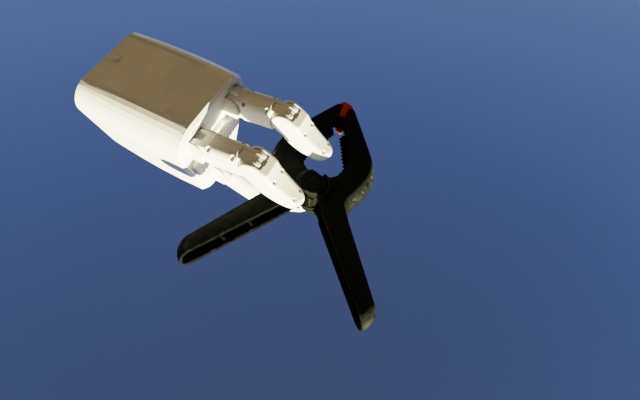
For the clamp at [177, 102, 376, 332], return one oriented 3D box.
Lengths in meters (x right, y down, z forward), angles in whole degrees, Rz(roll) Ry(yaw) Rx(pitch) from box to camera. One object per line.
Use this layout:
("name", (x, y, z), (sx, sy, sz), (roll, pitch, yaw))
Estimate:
("clamp", (0.000, 0.001, 0.420), (0.164, 0.210, 0.036), (26, -30, 5))
